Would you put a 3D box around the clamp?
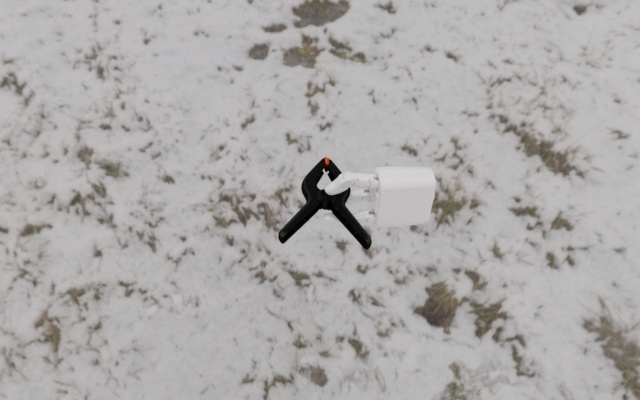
[{"bbox_3d":[0.000,0.002,0.891,0.164,0.209,0.036,0,-39,-9],"label":"clamp"}]
